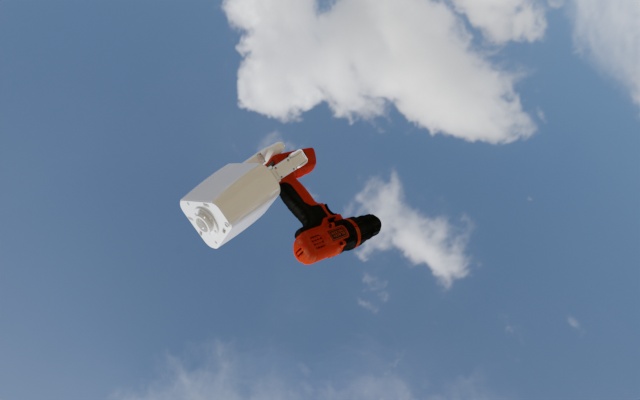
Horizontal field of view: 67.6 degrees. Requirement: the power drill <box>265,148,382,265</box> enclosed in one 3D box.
[{"bbox_3d":[0.000,0.002,0.787,0.184,0.187,0.057,-16,-24,-44],"label":"power drill"}]
